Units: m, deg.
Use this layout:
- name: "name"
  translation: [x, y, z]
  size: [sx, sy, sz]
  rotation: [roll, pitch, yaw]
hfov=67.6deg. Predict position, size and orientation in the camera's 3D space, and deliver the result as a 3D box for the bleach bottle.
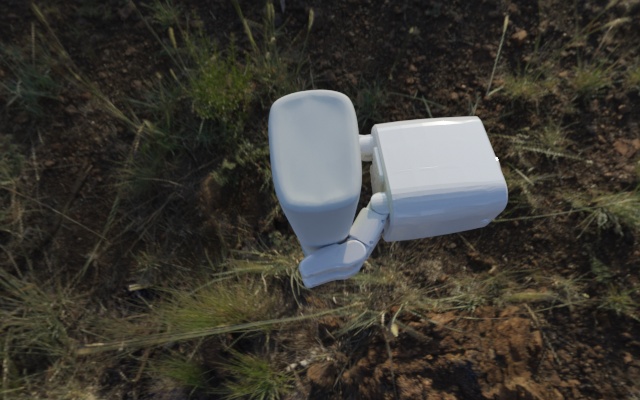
- name: "bleach bottle"
  translation: [0.000, 0.002, 0.465]
  size: [0.068, 0.102, 0.251]
  rotation: [-5, -18, 0]
